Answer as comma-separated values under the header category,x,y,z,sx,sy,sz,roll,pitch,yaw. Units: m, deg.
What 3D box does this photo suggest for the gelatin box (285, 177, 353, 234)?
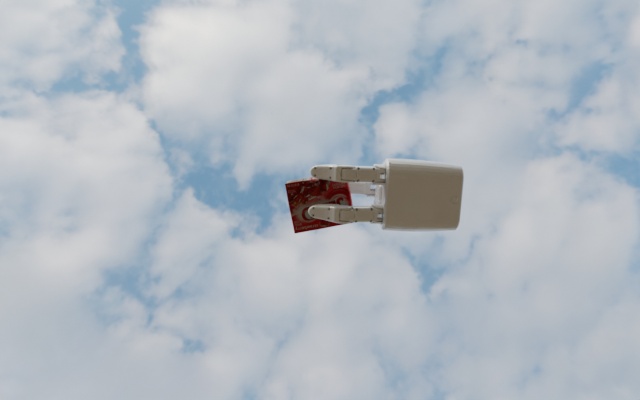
category,x,y,z,sx,sy,sz,roll,pitch,yaw
gelatin box,0.000,0.002,0.676,0.089,0.073,0.030,-10,9,5
